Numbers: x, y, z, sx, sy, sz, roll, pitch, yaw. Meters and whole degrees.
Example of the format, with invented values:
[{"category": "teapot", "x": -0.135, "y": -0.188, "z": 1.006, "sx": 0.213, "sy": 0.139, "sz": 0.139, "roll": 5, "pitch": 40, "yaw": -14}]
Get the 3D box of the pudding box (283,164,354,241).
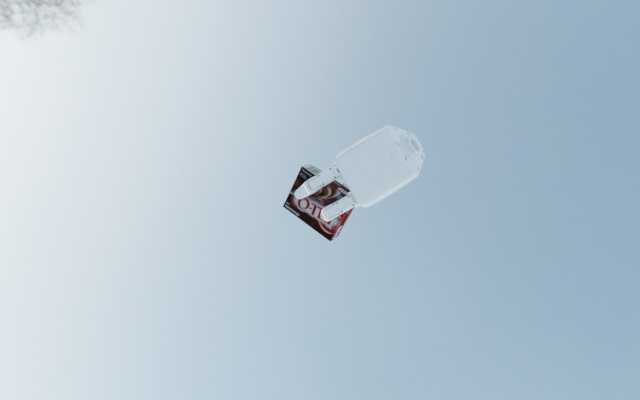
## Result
[{"category": "pudding box", "x": 0.000, "y": 0.003, "z": 0.839, "sx": 0.113, "sy": 0.090, "sz": 0.039, "roll": 36, "pitch": 27, "yaw": 18}]
